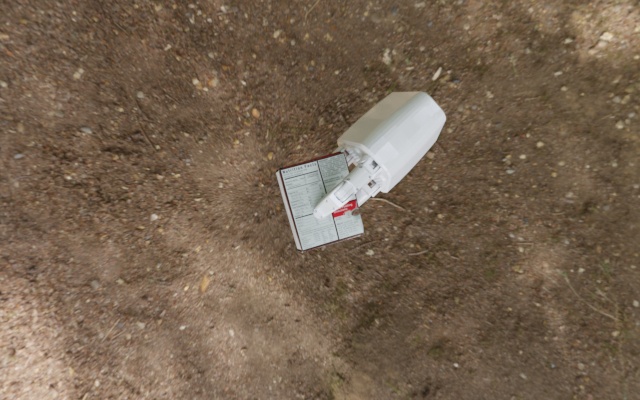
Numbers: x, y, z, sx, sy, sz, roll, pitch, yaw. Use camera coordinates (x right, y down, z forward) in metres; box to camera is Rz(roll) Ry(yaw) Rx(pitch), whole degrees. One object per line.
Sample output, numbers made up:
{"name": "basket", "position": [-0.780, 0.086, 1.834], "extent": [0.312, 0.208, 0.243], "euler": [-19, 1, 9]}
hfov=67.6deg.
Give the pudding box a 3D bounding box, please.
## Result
{"name": "pudding box", "position": [0.000, 0.002, 0.617], "extent": [0.090, 0.113, 0.039], "euler": [-15, 0, -10]}
